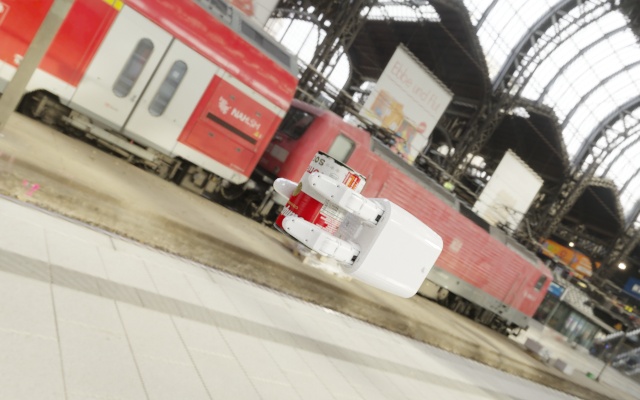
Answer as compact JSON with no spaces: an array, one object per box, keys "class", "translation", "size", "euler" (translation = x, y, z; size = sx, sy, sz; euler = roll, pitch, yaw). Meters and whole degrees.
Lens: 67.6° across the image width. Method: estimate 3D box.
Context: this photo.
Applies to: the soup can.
[{"class":"soup can","translation":[0.000,0.001,0.558],"size":[0.068,0.102,0.068],"euler":[31,2,-1]}]
